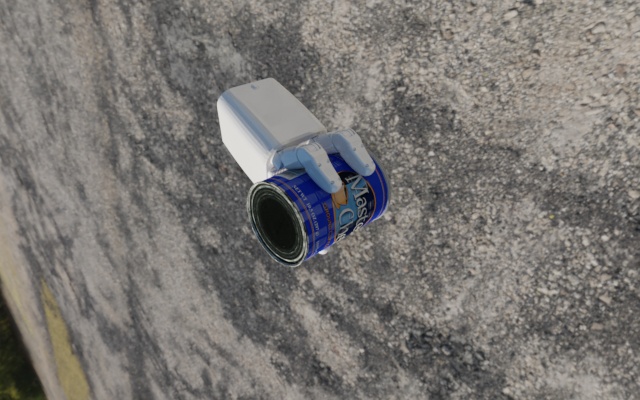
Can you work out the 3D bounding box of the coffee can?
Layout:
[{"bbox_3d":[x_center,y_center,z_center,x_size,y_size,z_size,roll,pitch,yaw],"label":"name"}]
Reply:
[{"bbox_3d":[0.000,0.002,0.564,0.140,0.103,0.103,-27,17,-37],"label":"coffee can"}]
